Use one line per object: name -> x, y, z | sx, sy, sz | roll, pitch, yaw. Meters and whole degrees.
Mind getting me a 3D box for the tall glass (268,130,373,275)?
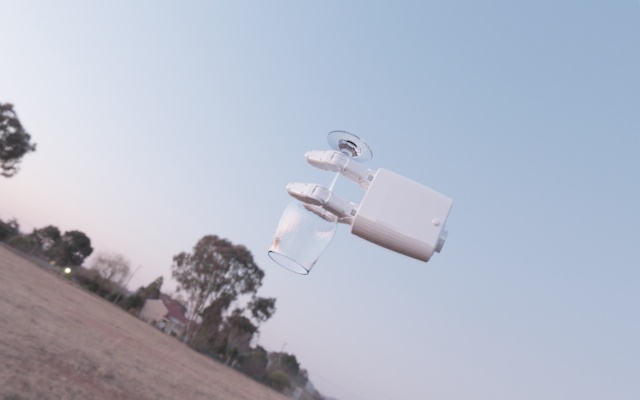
tall glass -> 0.000, 0.002, 0.670 | 0.079, 0.201, 0.079 | 24, -21, 10
